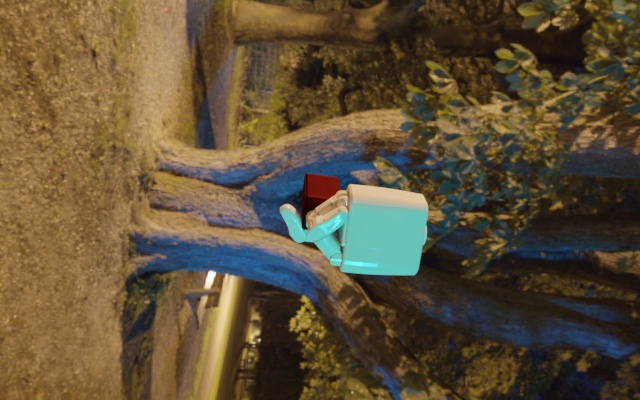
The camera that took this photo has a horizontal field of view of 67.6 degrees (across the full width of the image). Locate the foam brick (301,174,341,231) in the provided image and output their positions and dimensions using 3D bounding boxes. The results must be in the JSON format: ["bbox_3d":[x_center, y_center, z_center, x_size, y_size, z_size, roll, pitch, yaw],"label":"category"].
[{"bbox_3d":[0.000,0.002,0.693,0.051,0.053,0.078,5,29,-6],"label":"foam brick"}]
